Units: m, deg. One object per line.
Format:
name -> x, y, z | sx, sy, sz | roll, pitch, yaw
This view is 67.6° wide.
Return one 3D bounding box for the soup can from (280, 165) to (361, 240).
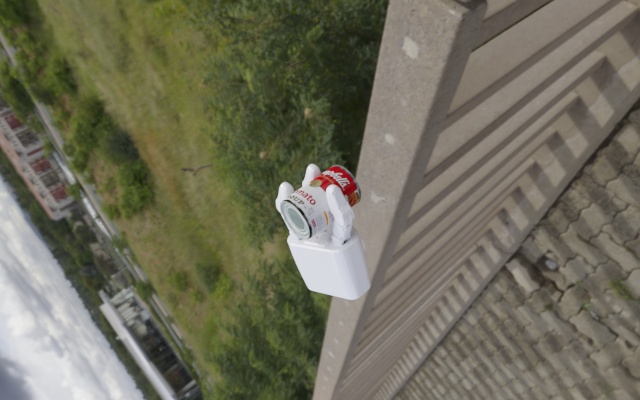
soup can -> 0.000, 0.002, 0.695 | 0.102, 0.068, 0.068 | -35, 18, -27
